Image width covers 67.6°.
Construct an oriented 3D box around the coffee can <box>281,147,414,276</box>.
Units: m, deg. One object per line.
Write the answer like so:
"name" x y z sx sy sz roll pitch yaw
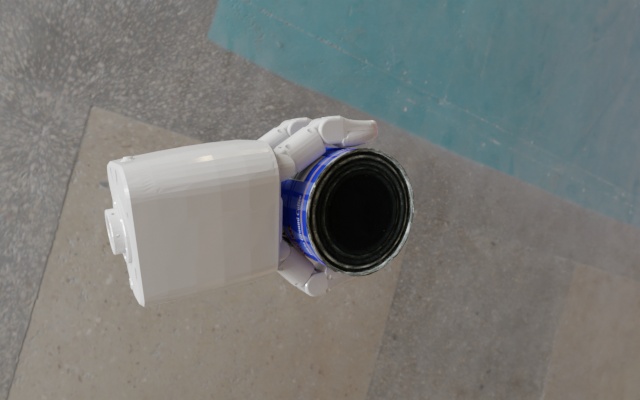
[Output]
"coffee can" 0.000 0.001 0.434 0.103 0.103 0.140 0 7 -30
